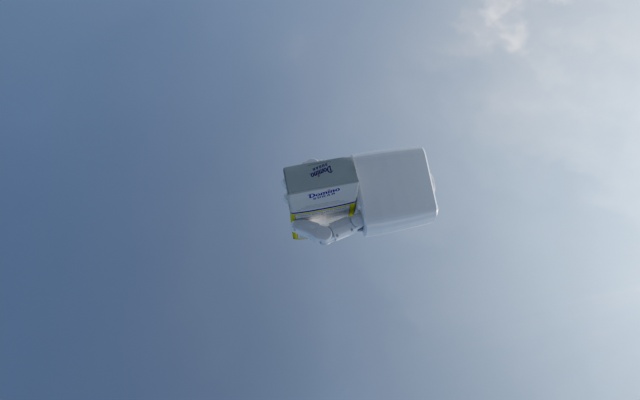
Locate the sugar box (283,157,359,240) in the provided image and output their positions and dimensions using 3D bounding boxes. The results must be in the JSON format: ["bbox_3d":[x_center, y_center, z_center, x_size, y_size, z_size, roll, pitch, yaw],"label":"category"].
[{"bbox_3d":[0.000,0.002,0.675,0.093,0.048,0.176,-10,-26,-5],"label":"sugar box"}]
